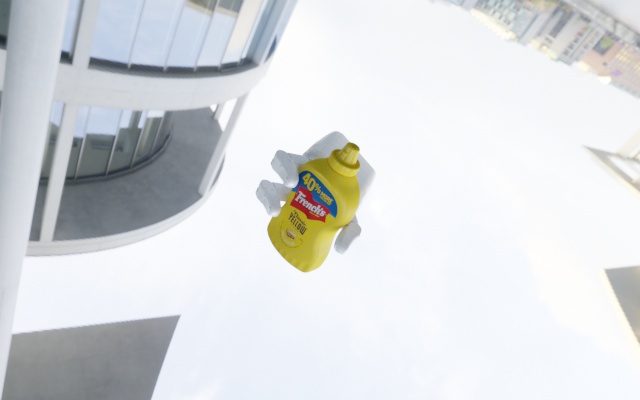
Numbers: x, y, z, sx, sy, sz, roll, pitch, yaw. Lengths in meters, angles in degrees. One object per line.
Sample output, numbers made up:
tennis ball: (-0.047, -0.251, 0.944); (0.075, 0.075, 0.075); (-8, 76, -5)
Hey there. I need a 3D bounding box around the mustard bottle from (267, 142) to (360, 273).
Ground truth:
mustard bottle: (0.000, 0.002, 0.635); (0.058, 0.192, 0.096); (-13, 53, -48)
